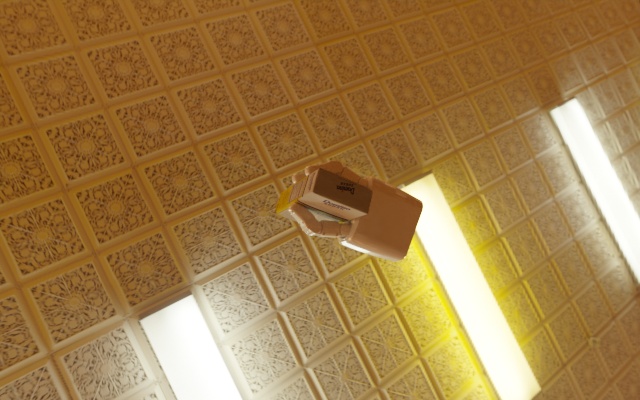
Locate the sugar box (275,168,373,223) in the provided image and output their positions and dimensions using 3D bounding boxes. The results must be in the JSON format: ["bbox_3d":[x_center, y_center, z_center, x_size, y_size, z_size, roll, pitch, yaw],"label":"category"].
[{"bbox_3d":[0.000,0.002,0.754,0.093,0.048,0.176,22,-21,-19],"label":"sugar box"}]
